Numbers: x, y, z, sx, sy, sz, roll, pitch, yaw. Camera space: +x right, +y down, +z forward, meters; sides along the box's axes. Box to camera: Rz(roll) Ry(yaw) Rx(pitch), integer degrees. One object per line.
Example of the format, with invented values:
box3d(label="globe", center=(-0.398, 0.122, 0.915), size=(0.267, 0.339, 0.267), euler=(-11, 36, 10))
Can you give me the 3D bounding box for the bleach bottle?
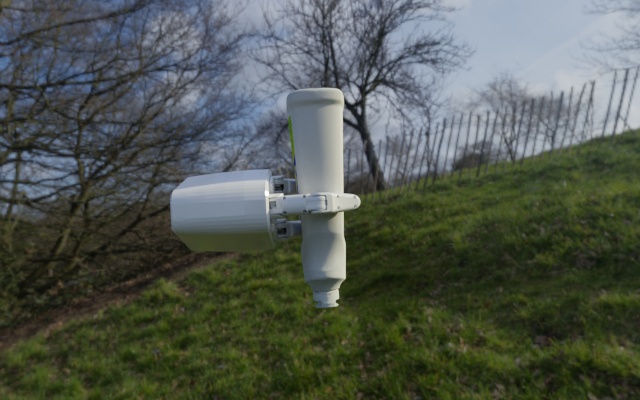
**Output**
box3d(label="bleach bottle", center=(0.000, 0.002, 0.574), size=(0.068, 0.251, 0.102), euler=(-4, -3, -2))
